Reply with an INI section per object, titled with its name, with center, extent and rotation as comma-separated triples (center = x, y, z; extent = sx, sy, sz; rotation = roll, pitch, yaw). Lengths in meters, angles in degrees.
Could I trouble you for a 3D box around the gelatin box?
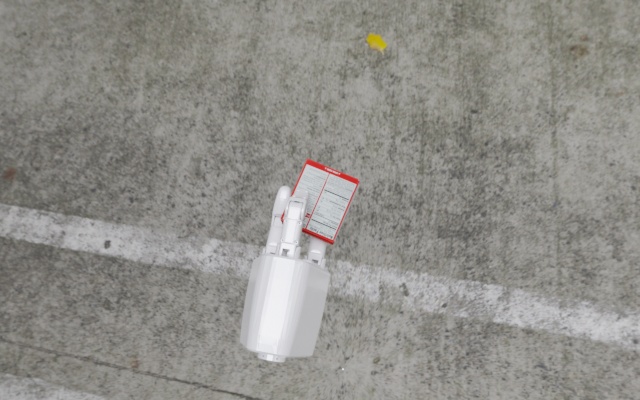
[gelatin box]
center = 0.000, 0.002, 0.605
extent = 0.073, 0.089, 0.030
rotation = 22, -7, 8
